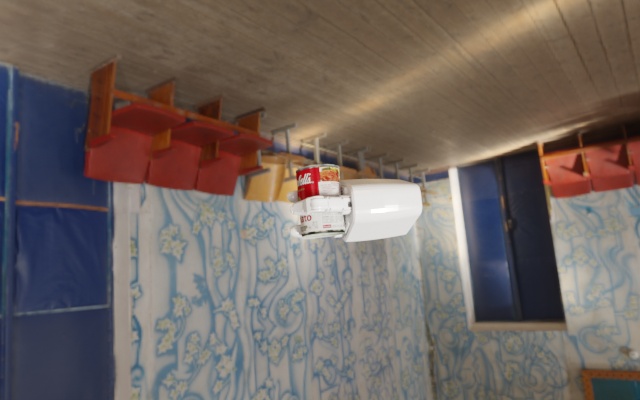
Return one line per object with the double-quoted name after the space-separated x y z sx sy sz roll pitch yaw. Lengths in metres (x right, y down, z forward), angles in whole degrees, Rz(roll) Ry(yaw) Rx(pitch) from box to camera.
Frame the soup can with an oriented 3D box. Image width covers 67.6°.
0.000 0.003 0.725 0.068 0.102 0.068 -5 -9 -1 "soup can"
